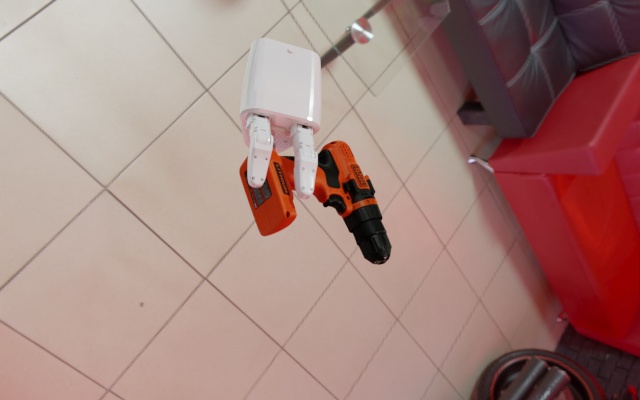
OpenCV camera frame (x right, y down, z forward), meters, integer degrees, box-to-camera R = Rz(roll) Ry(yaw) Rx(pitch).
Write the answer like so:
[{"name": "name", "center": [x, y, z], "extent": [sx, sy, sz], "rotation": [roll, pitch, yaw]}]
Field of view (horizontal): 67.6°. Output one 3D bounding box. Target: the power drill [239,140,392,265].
[{"name": "power drill", "center": [0.000, 0.002, 0.603], "extent": [0.187, 0.184, 0.057], "rotation": [1, -32, -47]}]
